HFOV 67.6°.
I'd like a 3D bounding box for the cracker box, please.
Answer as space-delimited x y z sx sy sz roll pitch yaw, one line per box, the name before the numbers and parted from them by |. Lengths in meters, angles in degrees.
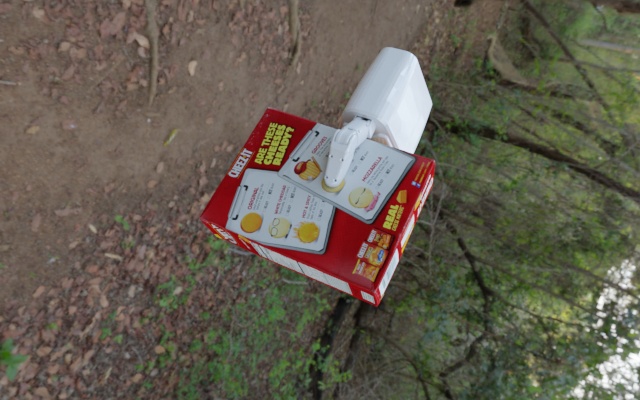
cracker box | 0.000 0.002 0.545 0.213 0.164 0.072 20 -22 19
